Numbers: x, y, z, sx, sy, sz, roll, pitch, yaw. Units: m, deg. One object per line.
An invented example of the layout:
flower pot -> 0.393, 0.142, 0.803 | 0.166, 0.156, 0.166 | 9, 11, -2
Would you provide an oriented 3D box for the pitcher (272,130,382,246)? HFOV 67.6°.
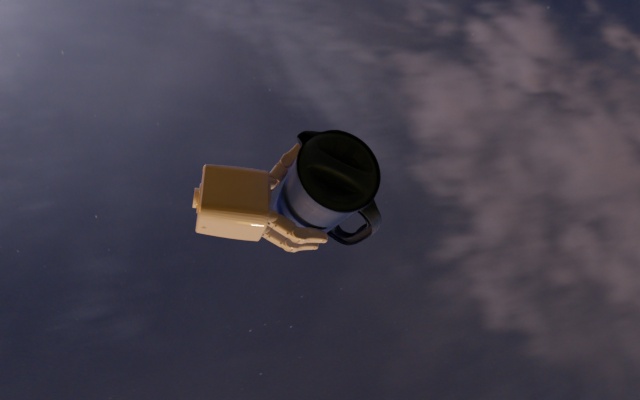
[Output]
pitcher -> 0.000, 0.003, 0.802 | 0.145, 0.149, 0.243 | 7, -23, -16
